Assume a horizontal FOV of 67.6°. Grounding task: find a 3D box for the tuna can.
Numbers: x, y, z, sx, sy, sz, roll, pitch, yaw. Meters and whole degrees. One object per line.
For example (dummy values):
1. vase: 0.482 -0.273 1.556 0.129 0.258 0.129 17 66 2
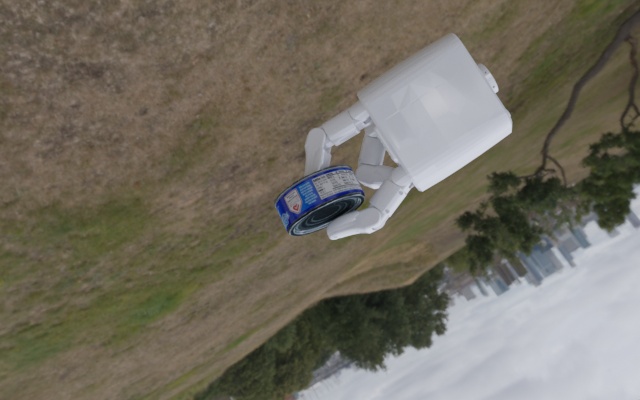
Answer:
1. tuna can: 0.000 0.002 0.471 0.086 0.033 0.086 -24 -16 -7
